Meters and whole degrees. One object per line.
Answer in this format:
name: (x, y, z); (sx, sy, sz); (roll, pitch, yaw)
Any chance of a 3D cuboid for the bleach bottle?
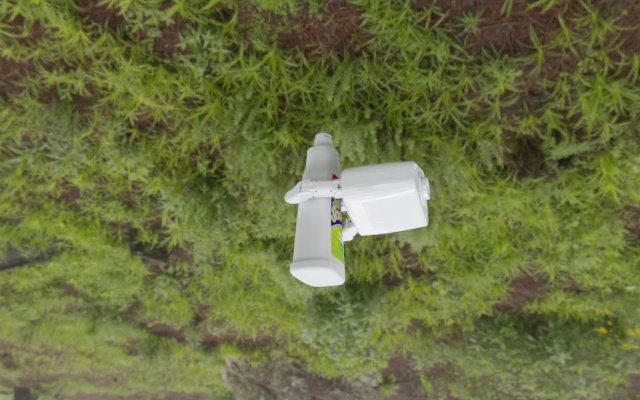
bleach bottle: (0.000, 0.003, 0.759); (0.068, 0.250, 0.103); (-7, -25, 18)
